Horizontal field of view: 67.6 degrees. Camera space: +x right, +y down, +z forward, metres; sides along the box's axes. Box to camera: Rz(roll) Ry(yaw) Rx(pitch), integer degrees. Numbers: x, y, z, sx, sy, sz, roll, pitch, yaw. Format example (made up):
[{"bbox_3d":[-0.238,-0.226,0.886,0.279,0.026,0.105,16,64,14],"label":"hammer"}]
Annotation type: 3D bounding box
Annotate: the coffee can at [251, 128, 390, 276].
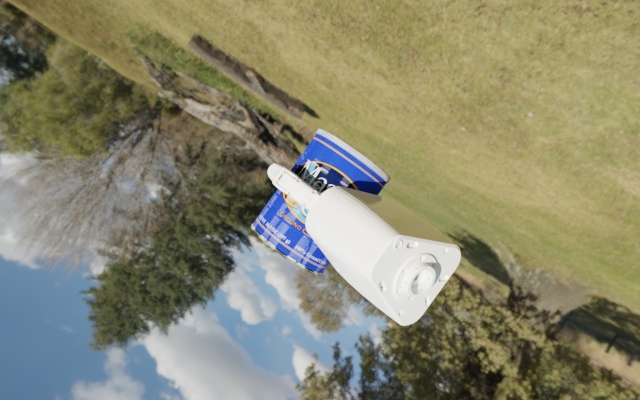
[{"bbox_3d":[0.000,0.002,0.562,0.103,0.140,0.103,35,2,-2],"label":"coffee can"}]
